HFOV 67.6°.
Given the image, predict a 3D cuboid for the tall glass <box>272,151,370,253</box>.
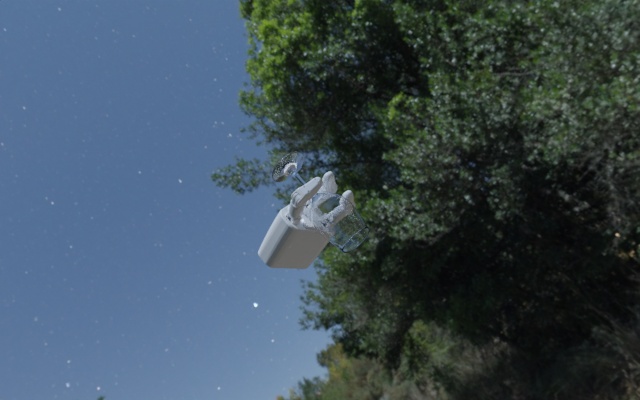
[{"bbox_3d":[0.000,0.002,0.859,0.201,0.079,0.079,47,24,25],"label":"tall glass"}]
